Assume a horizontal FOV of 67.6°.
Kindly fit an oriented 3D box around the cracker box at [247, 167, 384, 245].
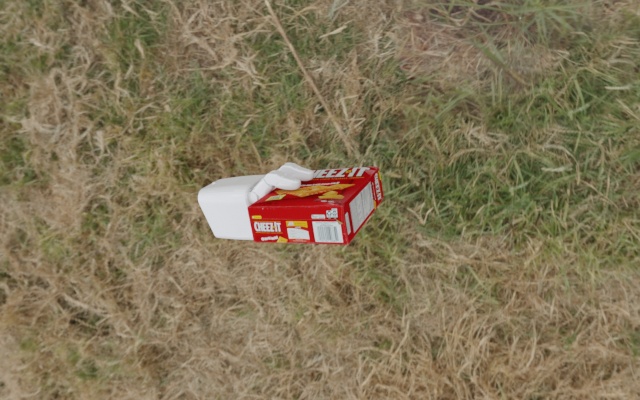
[{"bbox_3d":[0.000,0.003,0.817,0.164,0.072,0.213,-1,19,23],"label":"cracker box"}]
